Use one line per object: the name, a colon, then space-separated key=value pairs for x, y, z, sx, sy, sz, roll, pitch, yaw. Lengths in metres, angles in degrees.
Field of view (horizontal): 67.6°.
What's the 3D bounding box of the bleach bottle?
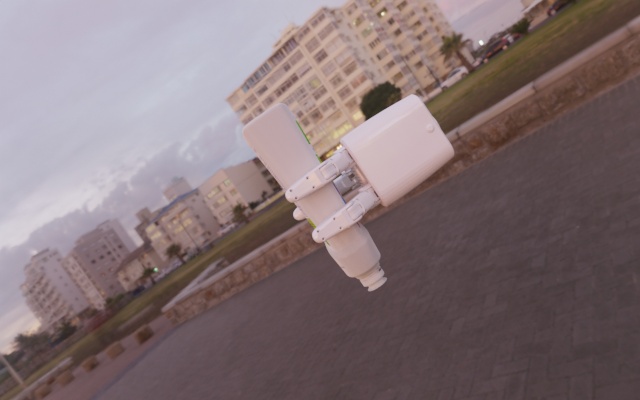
bleach bottle: x=0.000 y=0.002 z=0.599 sx=0.068 sy=0.251 sz=0.102 roll=-35 pitch=3 yaw=-1
